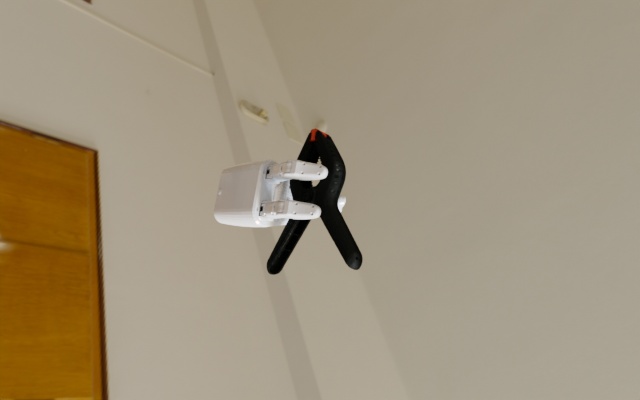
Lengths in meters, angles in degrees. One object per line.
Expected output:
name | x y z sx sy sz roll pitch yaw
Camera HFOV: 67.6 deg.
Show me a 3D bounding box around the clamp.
clamp | 0.001 0.002 0.651 0.164 0.210 0.036 -2 -15 43
